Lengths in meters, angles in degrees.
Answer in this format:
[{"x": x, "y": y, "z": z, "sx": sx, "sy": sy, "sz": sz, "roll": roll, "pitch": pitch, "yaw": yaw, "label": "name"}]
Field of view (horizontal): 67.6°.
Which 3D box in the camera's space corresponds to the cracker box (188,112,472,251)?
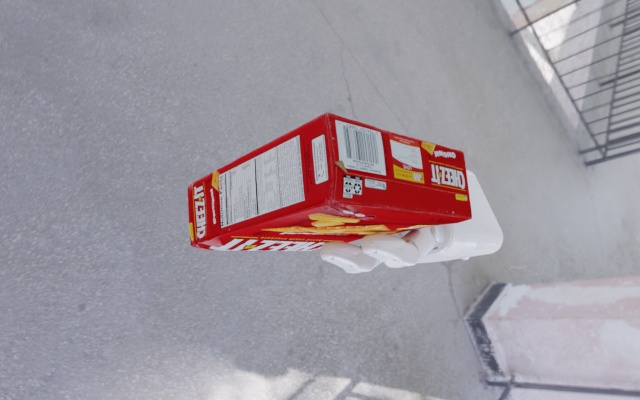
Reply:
[{"x": 0.000, "y": 0.001, "z": 0.440, "sx": 0.164, "sy": 0.072, "sz": 0.214, "roll": 7, "pitch": -17, "yaw": -40, "label": "cracker box"}]
